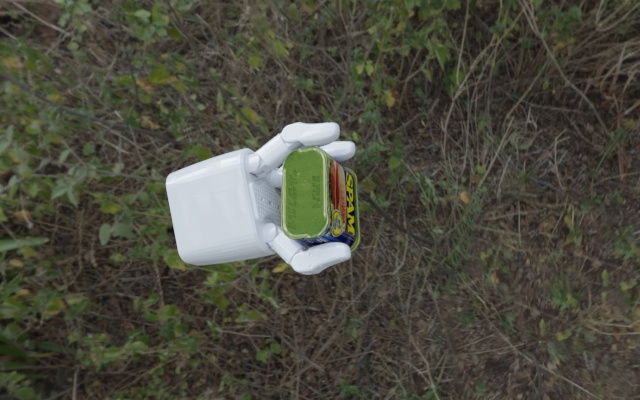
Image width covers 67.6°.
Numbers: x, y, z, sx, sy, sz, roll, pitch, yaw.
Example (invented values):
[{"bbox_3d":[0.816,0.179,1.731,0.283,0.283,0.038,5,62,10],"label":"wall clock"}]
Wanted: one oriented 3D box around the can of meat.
[{"bbox_3d":[0.000,0.002,0.509,0.057,0.102,0.084,-9,-18,23],"label":"can of meat"}]
